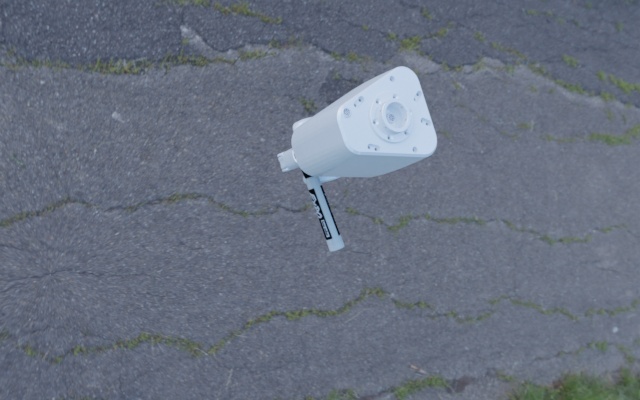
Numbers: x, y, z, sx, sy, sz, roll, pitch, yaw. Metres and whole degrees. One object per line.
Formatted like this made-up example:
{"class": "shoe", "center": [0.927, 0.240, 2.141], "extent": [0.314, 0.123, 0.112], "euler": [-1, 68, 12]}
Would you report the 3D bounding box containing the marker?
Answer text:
{"class": "marker", "center": [0.000, 0.002, 0.573], "extent": [0.020, 0.121, 0.020], "euler": [-20, 3, 1]}
